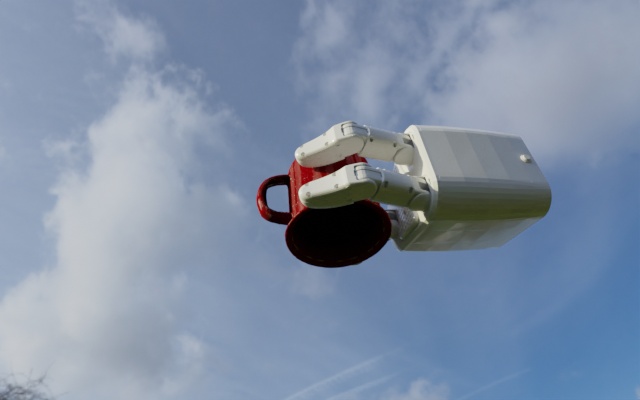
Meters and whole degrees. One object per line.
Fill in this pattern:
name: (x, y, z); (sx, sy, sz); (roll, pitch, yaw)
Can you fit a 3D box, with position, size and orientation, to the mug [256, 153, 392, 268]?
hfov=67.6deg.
mug: (-0.001, 0.001, 0.437); (0.117, 0.081, 0.093); (3, -45, -11)
